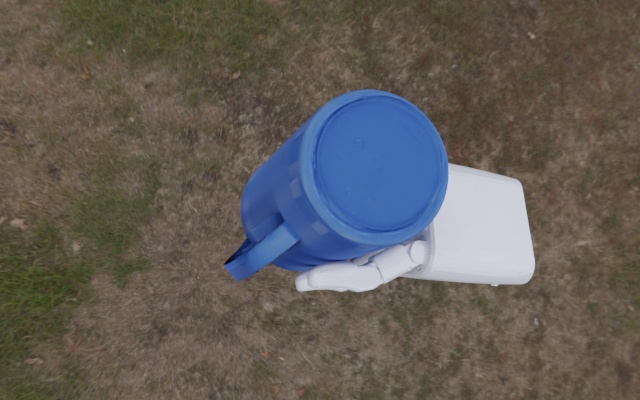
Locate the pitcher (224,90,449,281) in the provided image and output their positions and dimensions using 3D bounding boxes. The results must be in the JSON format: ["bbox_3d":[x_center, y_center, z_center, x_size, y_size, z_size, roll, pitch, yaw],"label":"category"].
[{"bbox_3d":[0.000,0.001,0.422,0.145,0.149,0.243,8,-11,-14],"label":"pitcher"}]
